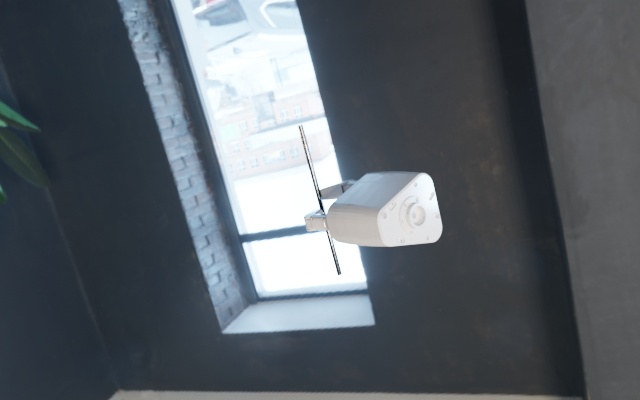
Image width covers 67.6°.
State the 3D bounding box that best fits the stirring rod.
[{"bbox_3d":[0.000,0.002,0.729,0.011,0.239,0.011,-14,11,3],"label":"stirring rod"}]
